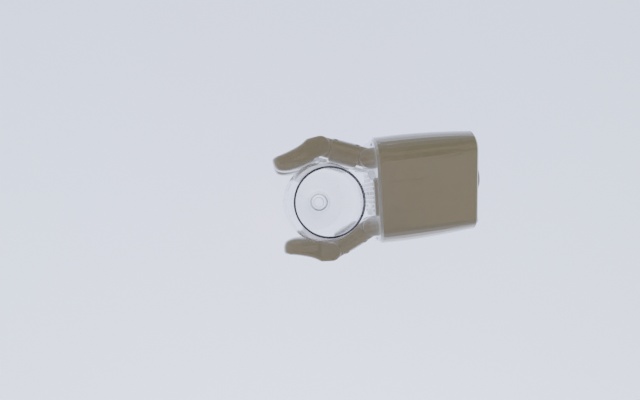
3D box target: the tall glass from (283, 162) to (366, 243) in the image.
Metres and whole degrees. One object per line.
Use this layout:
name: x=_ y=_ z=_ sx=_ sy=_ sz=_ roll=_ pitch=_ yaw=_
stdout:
tall glass: x=0.000 y=0.002 z=0.501 sx=0.079 sy=0.079 sz=0.201 roll=0 pitch=0 yaw=-4
